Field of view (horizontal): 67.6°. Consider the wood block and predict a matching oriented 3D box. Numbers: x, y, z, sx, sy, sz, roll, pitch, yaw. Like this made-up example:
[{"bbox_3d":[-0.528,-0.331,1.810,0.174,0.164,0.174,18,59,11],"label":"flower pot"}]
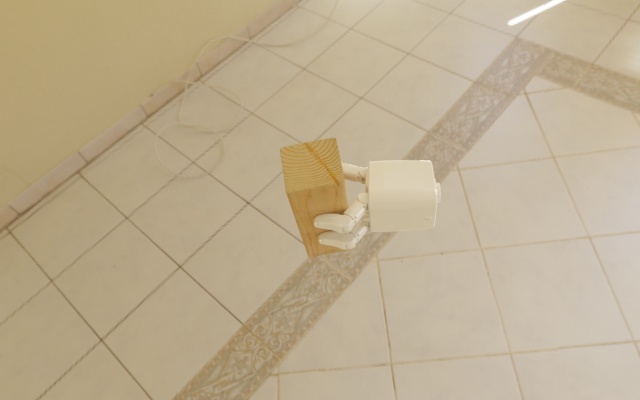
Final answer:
[{"bbox_3d":[0.000,0.002,0.793,0.090,0.090,0.206,-11,-35,2],"label":"wood block"}]
